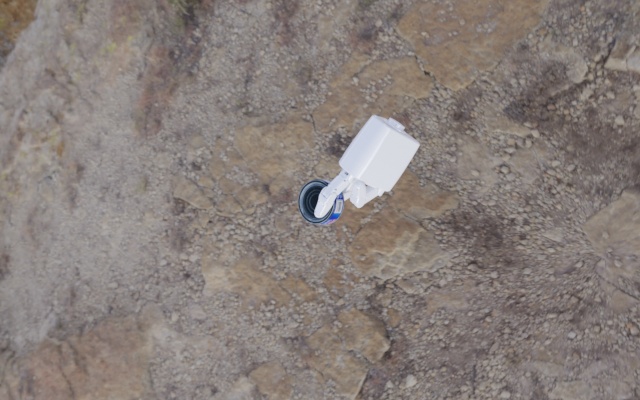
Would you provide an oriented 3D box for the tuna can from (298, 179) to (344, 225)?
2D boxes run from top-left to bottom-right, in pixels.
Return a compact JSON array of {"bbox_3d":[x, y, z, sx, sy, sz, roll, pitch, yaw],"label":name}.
[{"bbox_3d":[0.000,0.003,0.895,0.086,0.086,0.034,0,-1,34],"label":"tuna can"}]
